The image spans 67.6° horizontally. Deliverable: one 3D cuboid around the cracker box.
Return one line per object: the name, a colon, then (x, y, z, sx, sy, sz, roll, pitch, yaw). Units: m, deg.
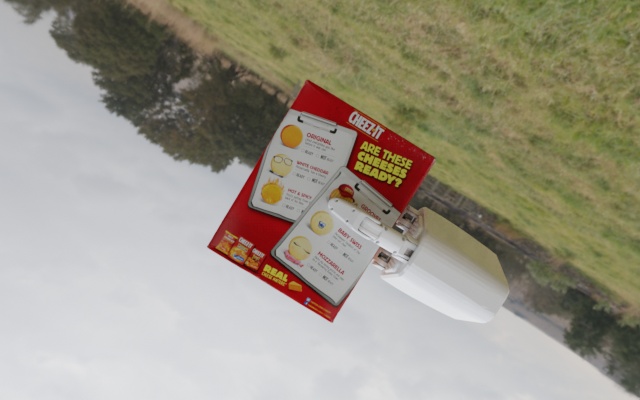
cracker box: (0.000, 0.002, 0.543, 0.164, 0.214, 0.072, 31, 4, -2)
